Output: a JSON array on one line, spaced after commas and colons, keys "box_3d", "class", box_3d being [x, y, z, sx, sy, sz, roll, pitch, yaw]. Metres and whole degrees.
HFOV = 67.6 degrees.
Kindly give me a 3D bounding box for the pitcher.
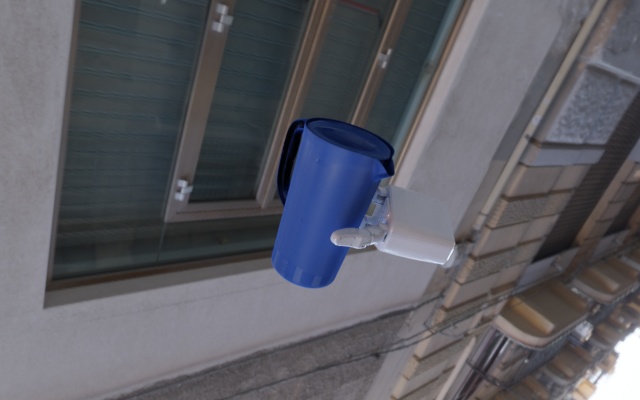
[{"box_3d": [0.000, 0.002, 0.722, 0.145, 0.243, 0.149, 14, 25, -12], "class": "pitcher"}]
